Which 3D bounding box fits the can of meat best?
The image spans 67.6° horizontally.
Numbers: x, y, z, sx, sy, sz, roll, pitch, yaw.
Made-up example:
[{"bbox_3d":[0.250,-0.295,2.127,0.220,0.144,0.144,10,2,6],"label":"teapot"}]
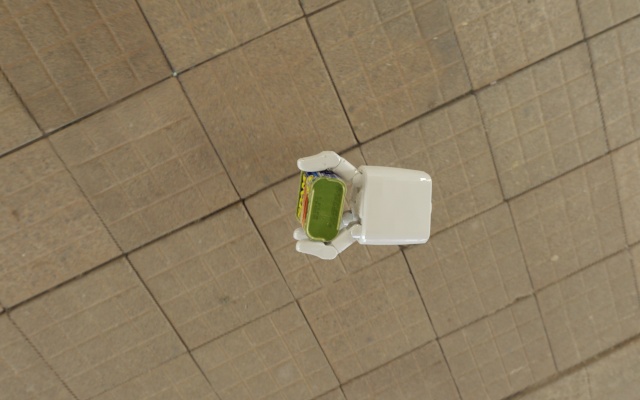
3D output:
[{"bbox_3d":[0.000,0.002,0.716,0.057,0.102,0.084,5,16,-13],"label":"can of meat"}]
